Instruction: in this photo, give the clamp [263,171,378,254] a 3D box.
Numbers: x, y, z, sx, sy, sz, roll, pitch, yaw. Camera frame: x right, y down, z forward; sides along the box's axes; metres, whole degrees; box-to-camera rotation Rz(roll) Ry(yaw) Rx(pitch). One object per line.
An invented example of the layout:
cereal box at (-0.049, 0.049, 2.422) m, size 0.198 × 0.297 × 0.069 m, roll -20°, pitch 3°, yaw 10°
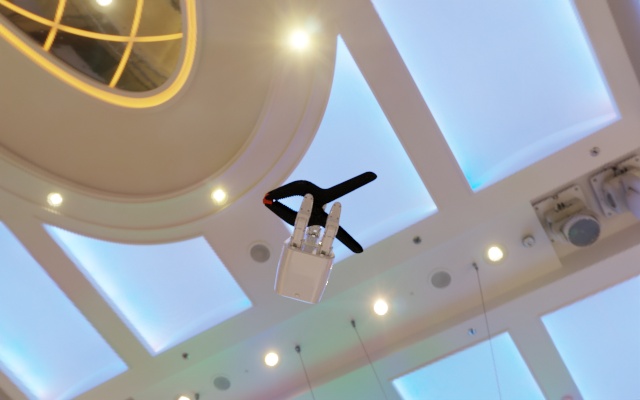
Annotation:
clamp at (0.000, 0.003, 0.892) m, size 0.210 × 0.165 × 0.036 m, roll 15°, pitch 20°, yaw -2°
